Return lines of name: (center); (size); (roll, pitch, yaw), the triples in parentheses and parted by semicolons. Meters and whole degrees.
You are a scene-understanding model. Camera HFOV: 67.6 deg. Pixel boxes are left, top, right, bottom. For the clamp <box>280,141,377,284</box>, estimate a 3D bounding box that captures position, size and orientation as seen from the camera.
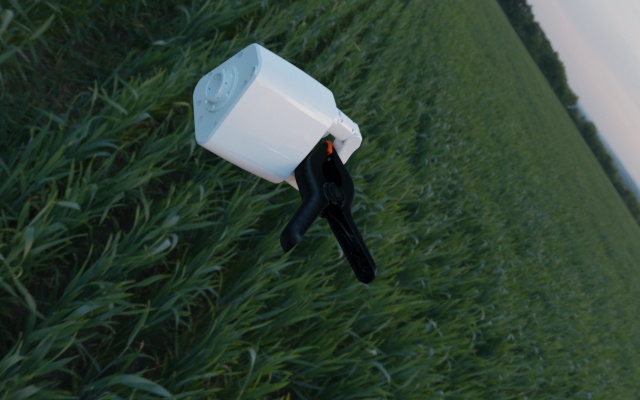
clamp: (0.001, 0.001, 0.511); (0.039, 0.171, 0.120); (-35, -39, 29)
